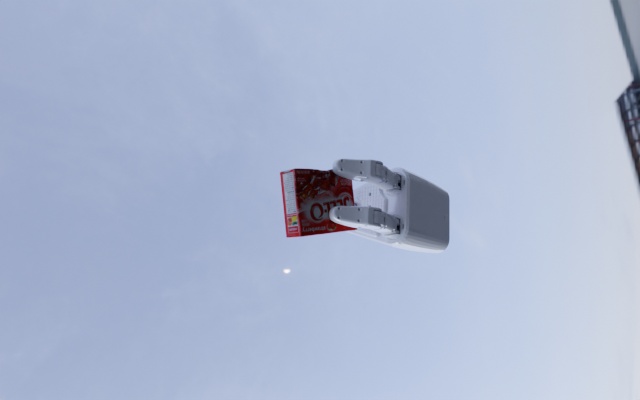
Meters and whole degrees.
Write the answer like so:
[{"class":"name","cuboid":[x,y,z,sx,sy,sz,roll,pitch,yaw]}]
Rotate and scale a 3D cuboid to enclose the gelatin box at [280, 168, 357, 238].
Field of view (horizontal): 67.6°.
[{"class":"gelatin box","cuboid":[0.000,0.002,0.537,0.089,0.073,0.030,-2,-4,-42]}]
